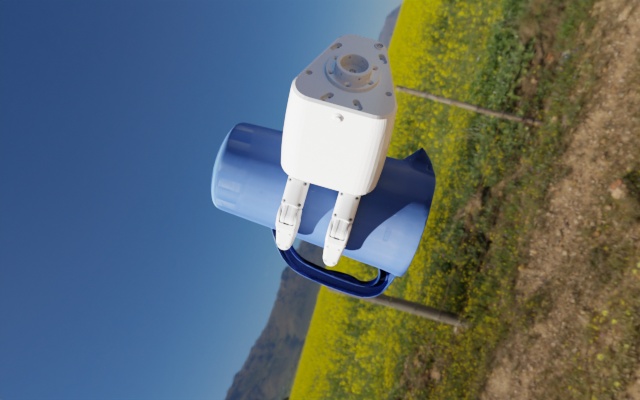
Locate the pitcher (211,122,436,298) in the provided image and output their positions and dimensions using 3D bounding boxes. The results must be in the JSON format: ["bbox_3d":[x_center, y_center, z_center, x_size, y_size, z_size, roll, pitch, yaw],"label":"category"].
[{"bbox_3d":[0.000,0.002,0.562,0.243,0.149,0.145,17,-35,4],"label":"pitcher"}]
